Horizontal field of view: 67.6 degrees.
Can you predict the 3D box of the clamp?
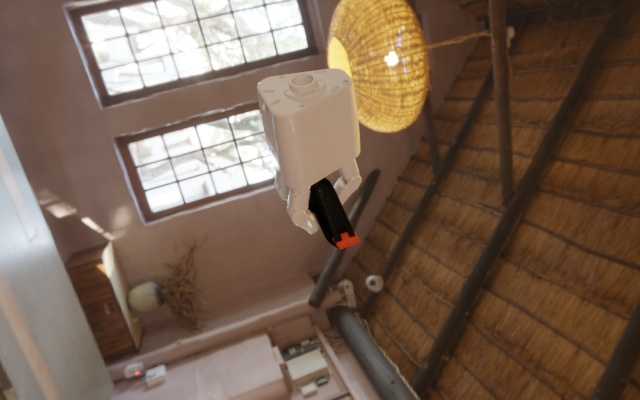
[{"bbox_3d":[0.001,0.002,0.663,0.036,0.165,0.209,-21,46,-9],"label":"clamp"}]
